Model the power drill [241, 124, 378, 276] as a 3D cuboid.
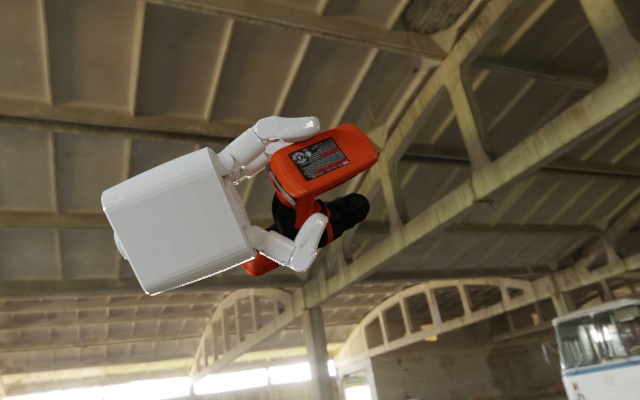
[{"bbox_3d":[0.000,0.002,0.529,0.184,0.057,0.188,-27,-24,-27],"label":"power drill"}]
